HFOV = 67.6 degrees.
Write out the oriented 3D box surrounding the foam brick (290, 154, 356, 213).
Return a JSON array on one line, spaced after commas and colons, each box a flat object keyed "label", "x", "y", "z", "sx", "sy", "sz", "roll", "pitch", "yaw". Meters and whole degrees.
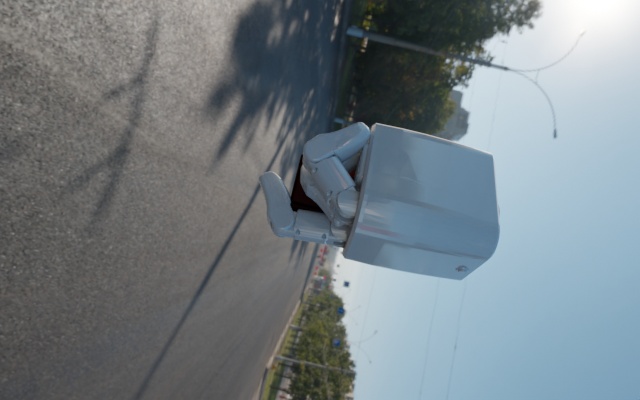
[{"label": "foam brick", "x": 0.000, "y": 0.001, "z": 0.451, "sx": 0.051, "sy": 0.053, "sz": 0.078, "roll": 12, "pitch": -24, "yaw": 1}]
